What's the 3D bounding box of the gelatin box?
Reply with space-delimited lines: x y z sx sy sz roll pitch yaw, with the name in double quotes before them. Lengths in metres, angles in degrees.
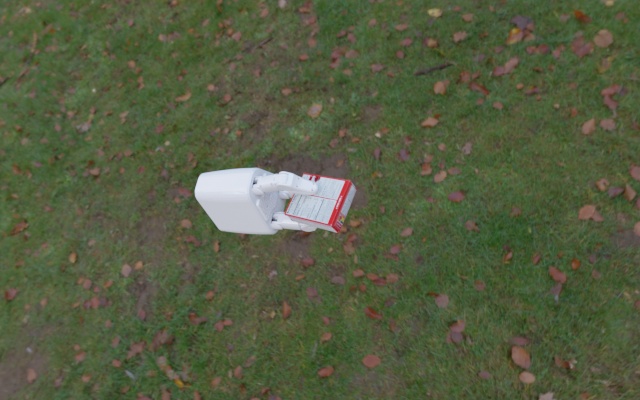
"gelatin box" 0.000 0.002 0.702 0.089 0.073 0.030 11 -21 35
